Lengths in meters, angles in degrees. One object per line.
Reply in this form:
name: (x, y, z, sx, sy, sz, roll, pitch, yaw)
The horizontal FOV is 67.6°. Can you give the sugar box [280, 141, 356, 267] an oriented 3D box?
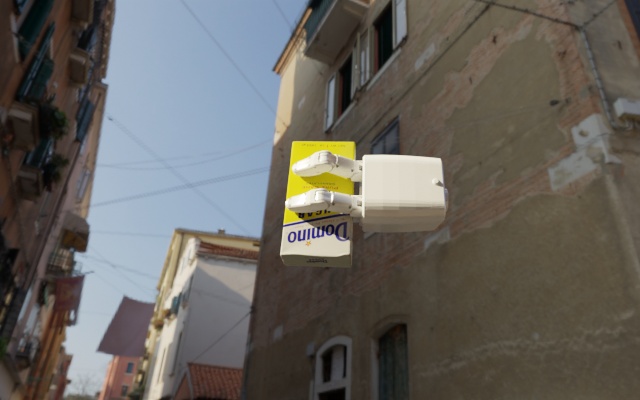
sugar box: (0.000, 0.002, 0.658, 0.093, 0.176, 0.048, 0, -29, 6)
